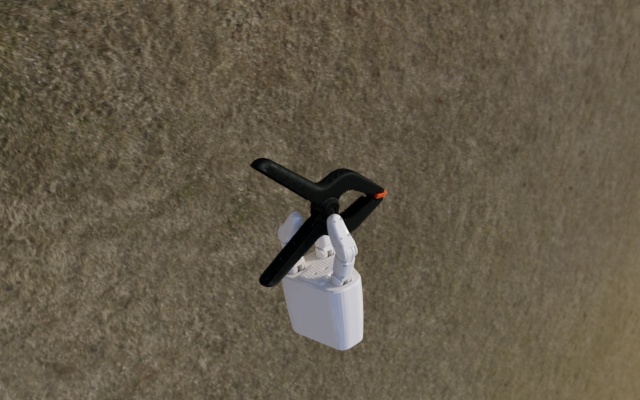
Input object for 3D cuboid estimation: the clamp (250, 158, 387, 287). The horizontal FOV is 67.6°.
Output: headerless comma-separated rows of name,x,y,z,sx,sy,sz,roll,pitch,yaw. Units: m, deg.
clamp,0.001,0.002,0.617,0.210,0.165,0.036,-23,29,-31
